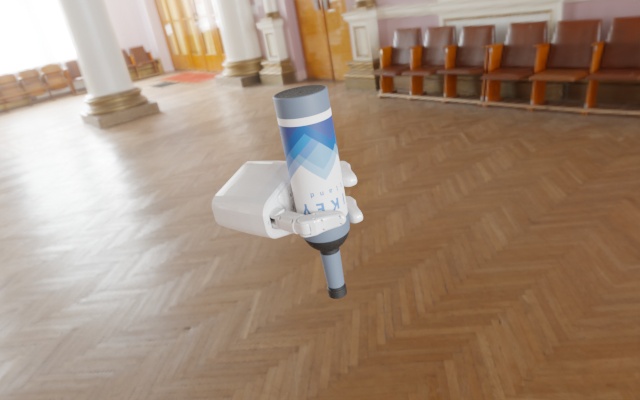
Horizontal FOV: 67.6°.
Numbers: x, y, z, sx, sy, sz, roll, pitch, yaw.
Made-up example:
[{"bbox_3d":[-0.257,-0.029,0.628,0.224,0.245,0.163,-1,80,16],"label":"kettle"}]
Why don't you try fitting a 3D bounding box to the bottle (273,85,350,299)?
[{"bbox_3d":[0.000,0.002,0.630,0.069,0.296,0.069,-9,24,4],"label":"bottle"}]
